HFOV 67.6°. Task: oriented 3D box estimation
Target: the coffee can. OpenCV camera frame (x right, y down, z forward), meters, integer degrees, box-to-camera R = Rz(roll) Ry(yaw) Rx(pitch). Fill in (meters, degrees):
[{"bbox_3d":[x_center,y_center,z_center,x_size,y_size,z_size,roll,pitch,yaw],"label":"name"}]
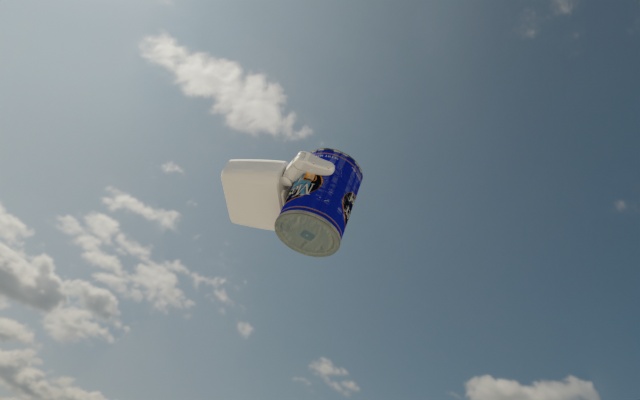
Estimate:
[{"bbox_3d":[0.000,0.003,0.747,0.103,0.140,0.103,13,-39,11],"label":"coffee can"}]
